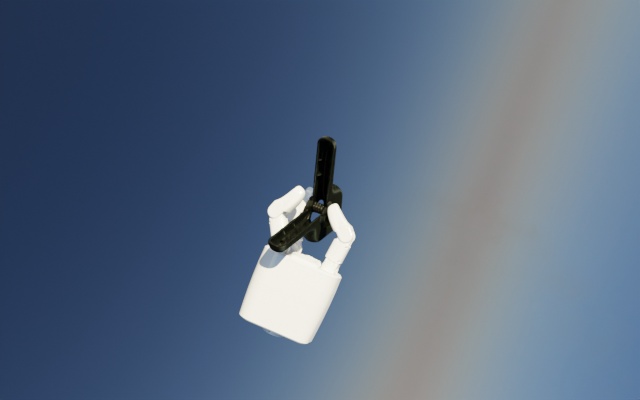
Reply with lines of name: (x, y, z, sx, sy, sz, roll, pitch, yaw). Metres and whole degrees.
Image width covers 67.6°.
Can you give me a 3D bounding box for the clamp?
clamp: (0.001, 0.003, 0.697, 0.036, 0.164, 0.210, 25, 0, 18)
